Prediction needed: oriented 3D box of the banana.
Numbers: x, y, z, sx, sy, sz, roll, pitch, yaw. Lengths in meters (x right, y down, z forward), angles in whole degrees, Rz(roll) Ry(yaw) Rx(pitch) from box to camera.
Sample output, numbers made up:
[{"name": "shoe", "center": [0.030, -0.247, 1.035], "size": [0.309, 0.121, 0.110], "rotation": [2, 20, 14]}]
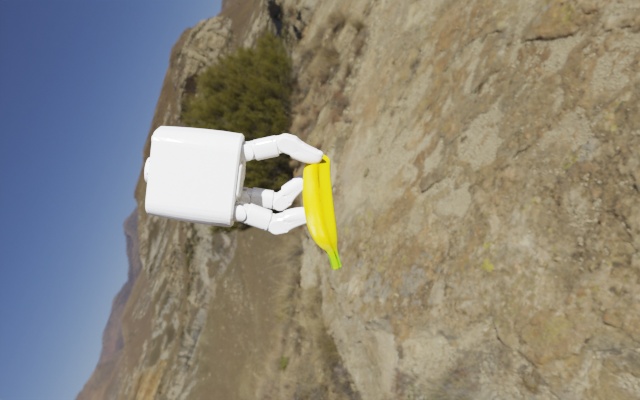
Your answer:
[{"name": "banana", "center": [-0.002, -0.009, 0.603], "size": [0.037, 0.197, 0.070], "rotation": [-7, -45, 3]}]
